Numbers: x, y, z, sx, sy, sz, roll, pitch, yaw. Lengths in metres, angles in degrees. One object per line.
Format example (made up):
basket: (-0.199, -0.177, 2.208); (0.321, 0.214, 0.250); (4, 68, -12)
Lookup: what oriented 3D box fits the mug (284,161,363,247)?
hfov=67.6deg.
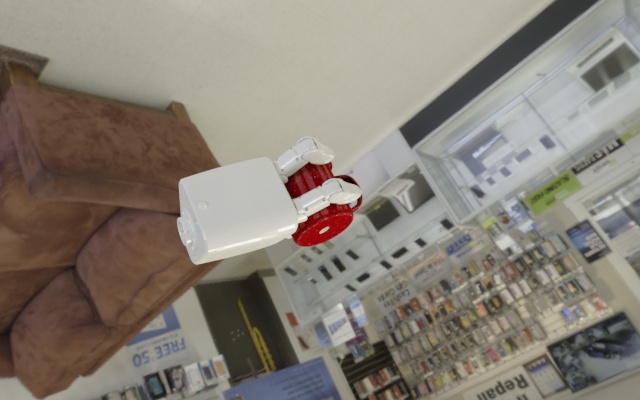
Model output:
mug: (0.001, 0.002, 0.605); (0.117, 0.081, 0.093); (-16, -25, -26)
